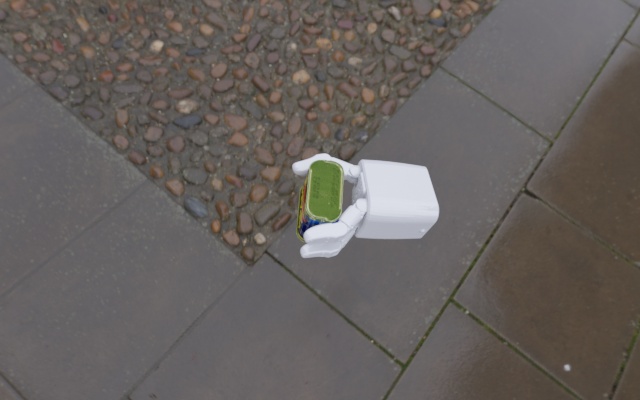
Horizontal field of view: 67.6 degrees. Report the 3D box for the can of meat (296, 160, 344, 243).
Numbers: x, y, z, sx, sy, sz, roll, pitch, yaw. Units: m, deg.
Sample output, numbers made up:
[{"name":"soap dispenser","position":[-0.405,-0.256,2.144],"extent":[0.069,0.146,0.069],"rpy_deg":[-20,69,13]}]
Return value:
[{"name":"can of meat","position":[0.000,0.002,0.697],"extent":[0.057,0.102,0.084],"rpy_deg":[8,-27,-7]}]
